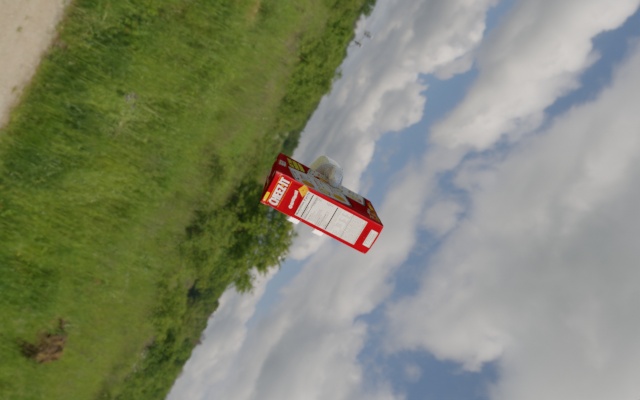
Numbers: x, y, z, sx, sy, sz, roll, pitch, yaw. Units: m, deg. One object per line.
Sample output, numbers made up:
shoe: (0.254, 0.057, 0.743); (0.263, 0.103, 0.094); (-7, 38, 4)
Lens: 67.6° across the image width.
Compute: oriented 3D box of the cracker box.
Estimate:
cracker box: (0.000, 0.003, 0.893); (0.214, 0.072, 0.164); (27, 13, -10)
